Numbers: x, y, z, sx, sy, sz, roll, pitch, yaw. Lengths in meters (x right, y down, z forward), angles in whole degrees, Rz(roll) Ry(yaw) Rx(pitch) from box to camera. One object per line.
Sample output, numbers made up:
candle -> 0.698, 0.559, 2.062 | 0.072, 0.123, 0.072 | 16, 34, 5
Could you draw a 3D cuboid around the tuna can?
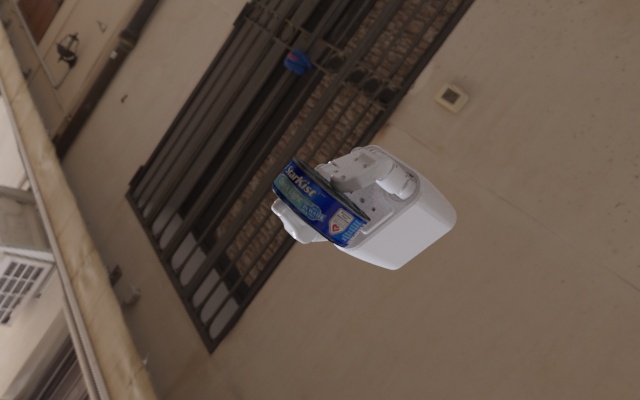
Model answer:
tuna can -> 0.000, 0.002, 0.411 | 0.086, 0.034, 0.086 | 40, 5, -5
